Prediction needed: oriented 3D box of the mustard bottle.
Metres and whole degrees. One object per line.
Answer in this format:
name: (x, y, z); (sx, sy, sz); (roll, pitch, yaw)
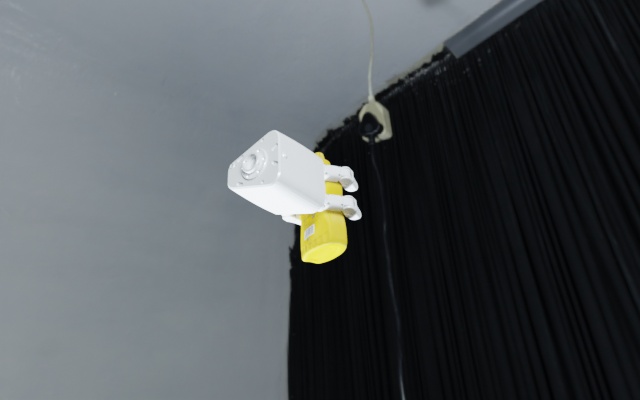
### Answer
mustard bottle: (0.000, 0.003, 0.809); (0.058, 0.191, 0.096); (12, -31, -27)
